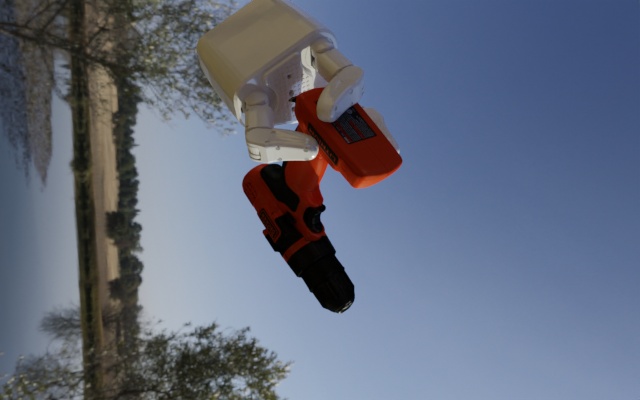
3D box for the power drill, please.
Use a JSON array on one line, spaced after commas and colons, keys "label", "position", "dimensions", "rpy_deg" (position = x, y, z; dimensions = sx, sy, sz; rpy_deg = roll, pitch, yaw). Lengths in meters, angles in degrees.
[{"label": "power drill", "position": [0.000, 0.001, 0.460], "dimensions": [0.057, 0.184, 0.188], "rpy_deg": [-23, -22, -38]}]
